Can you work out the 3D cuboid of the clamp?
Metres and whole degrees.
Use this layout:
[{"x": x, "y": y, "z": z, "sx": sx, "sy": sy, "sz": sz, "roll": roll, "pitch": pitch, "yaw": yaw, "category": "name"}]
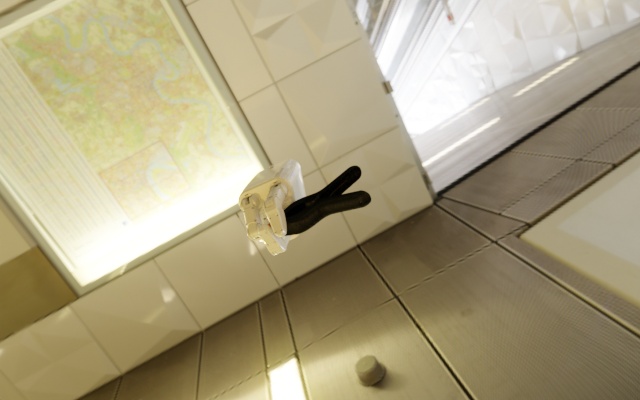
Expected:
[{"x": 0.000, "y": 0.003, "z": 0.746, "sx": 0.171, "sy": 0.039, "sz": 0.120, "roll": -22, "pitch": 19, "yaw": 16, "category": "clamp"}]
